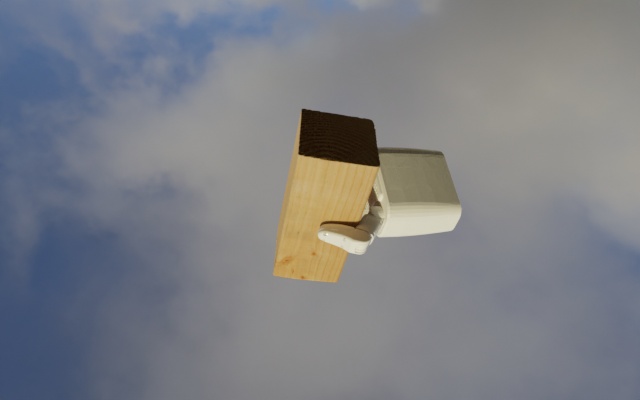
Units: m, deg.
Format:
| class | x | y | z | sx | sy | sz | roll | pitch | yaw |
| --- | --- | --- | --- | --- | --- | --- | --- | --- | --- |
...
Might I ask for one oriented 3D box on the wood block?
| class | x | y | z | sx | sy | sz | roll | pitch | yaw |
| --- | --- | --- | --- | --- | --- | --- | --- | --- | --- |
| wood block | 0.000 | 0.002 | 0.595 | 0.090 | 0.206 | 0.090 | 8 | 43 | -8 |
